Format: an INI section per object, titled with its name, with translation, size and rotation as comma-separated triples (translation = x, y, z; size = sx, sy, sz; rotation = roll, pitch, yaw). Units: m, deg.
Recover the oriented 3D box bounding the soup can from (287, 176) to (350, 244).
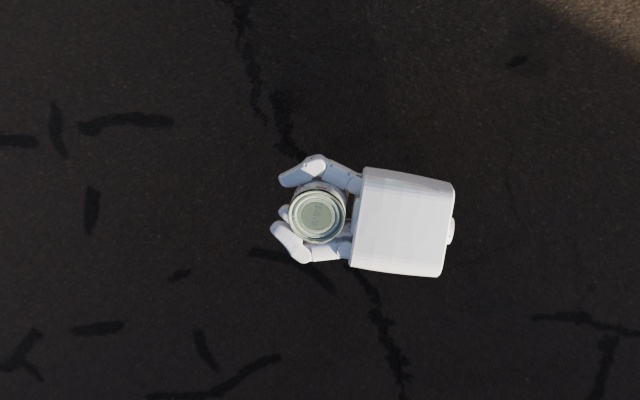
[soup can]
translation = 0.000, 0.002, 0.582
size = 0.068, 0.068, 0.102
rotation = 0, 20, 6
